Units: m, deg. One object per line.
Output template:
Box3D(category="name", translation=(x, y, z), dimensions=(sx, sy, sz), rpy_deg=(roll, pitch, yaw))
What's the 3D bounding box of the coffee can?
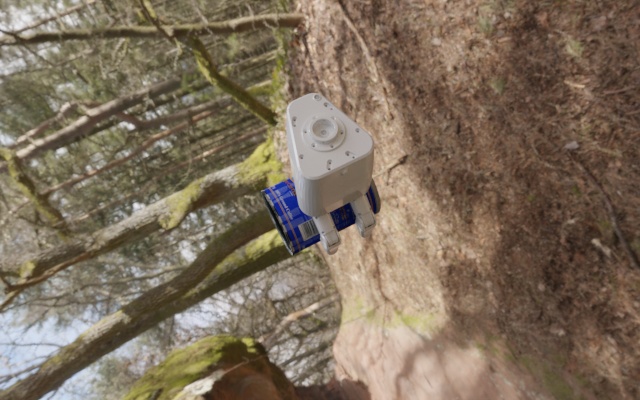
Box3D(category="coffee can", translation=(0.000, 0.002, 0.683), dimensions=(0.140, 0.103, 0.103), rpy_deg=(-26, 5, -10))
